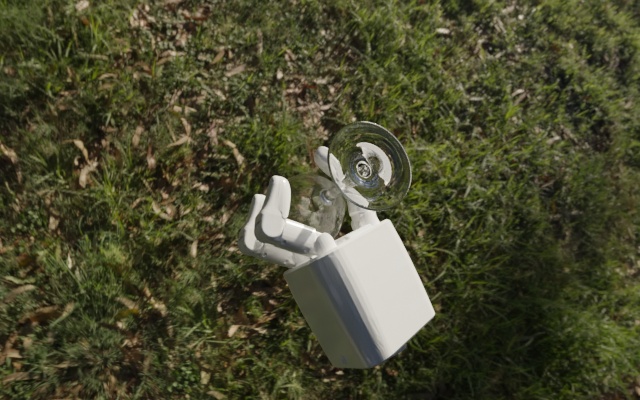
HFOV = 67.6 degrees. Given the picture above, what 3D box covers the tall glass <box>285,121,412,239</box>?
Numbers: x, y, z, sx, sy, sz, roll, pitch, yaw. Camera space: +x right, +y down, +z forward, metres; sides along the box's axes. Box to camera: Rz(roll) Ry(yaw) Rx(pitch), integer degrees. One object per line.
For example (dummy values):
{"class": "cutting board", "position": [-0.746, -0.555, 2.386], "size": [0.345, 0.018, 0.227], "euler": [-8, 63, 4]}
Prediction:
{"class": "tall glass", "position": [0.000, 0.001, 0.456], "size": [0.079, 0.079, 0.201], "euler": [0, -17, -25]}
